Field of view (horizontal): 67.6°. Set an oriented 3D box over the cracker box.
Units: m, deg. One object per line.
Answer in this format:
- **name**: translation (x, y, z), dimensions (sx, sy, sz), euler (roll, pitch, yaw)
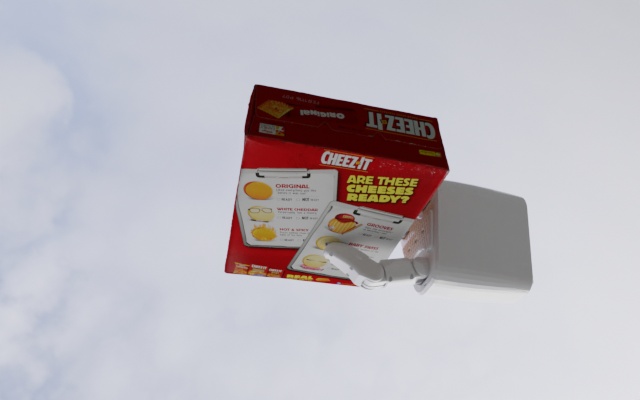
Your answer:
- **cracker box**: translation (0.000, 0.002, 0.461), dimensions (0.164, 0.072, 0.214), euler (8, -38, -10)
